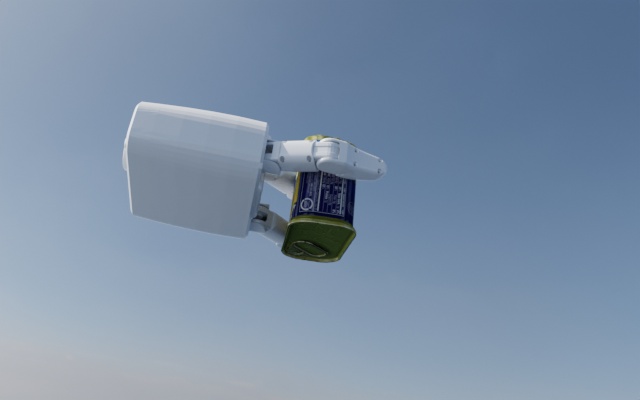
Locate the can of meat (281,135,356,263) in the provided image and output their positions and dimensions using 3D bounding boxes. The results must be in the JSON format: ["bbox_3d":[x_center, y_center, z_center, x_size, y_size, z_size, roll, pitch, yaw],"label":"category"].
[{"bbox_3d":[0.000,0.001,0.437,0.057,0.084,0.102,9,-25,-6],"label":"can of meat"}]
